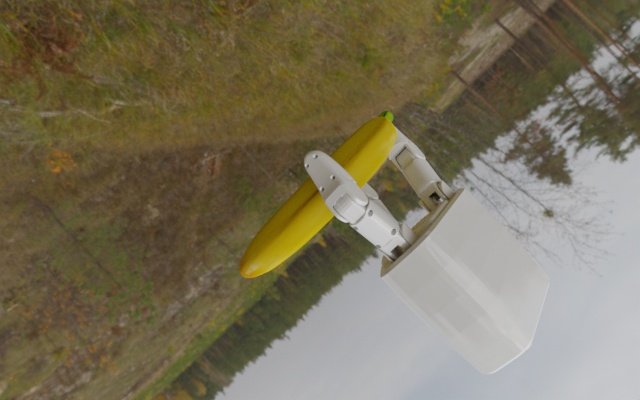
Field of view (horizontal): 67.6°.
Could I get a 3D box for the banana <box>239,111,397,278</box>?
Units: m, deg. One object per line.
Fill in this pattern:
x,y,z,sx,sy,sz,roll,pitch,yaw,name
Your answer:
0.002,-0.002,0.401,0.037,0.198,0.069,44,-1,5,banana
